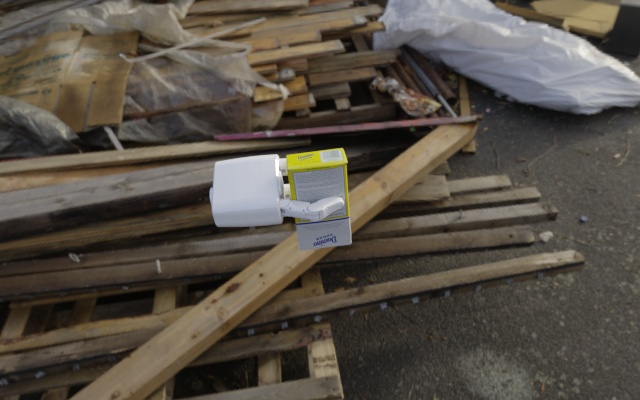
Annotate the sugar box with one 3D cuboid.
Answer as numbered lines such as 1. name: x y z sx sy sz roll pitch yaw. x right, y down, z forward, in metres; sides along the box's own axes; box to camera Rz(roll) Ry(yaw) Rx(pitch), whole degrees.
1. sugar box: 0.000 0.002 0.785 0.093 0.176 0.048 -7 42 -2
